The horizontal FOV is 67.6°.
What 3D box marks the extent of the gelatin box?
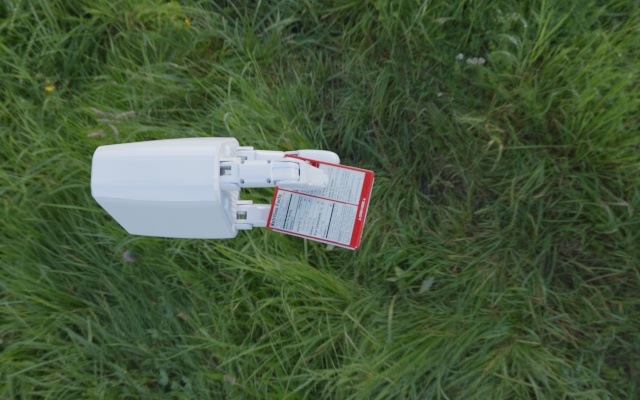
[{"bbox_3d":[0.000,0.001,0.450,0.089,0.073,0.030,12,-8,7],"label":"gelatin box"}]
